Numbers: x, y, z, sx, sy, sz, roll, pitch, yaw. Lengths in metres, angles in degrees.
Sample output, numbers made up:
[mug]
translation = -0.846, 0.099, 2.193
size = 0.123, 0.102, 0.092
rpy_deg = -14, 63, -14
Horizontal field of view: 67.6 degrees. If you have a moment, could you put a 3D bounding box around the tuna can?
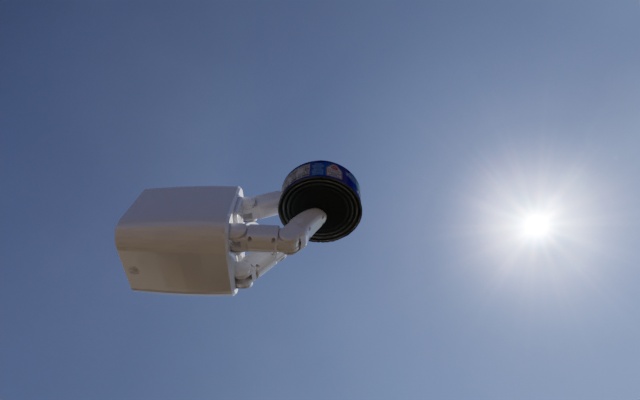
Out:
[tuna can]
translation = 0.000, 0.001, 0.497
size = 0.086, 0.086, 0.033
rpy_deg = 0, 38, 3
